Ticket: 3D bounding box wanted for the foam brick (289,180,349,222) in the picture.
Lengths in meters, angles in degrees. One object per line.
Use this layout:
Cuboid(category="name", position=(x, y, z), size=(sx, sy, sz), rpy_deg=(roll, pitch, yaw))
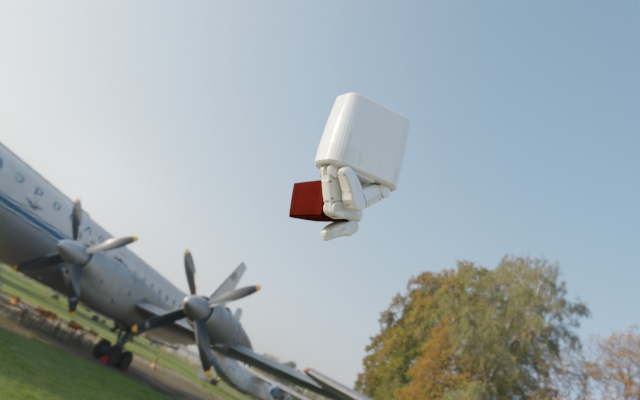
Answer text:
Cuboid(category="foam brick", position=(0.000, 0.002, 0.684), size=(0.053, 0.051, 0.078), rpy_deg=(12, -9, -38))
